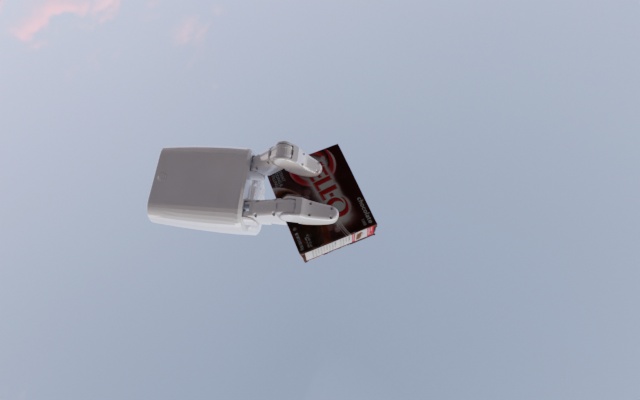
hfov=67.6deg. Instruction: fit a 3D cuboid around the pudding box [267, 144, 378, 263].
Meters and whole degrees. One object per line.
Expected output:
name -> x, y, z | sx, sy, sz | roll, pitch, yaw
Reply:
pudding box -> 0.000, 0.002, 0.536 | 0.090, 0.113, 0.039 | -22, -22, -6
